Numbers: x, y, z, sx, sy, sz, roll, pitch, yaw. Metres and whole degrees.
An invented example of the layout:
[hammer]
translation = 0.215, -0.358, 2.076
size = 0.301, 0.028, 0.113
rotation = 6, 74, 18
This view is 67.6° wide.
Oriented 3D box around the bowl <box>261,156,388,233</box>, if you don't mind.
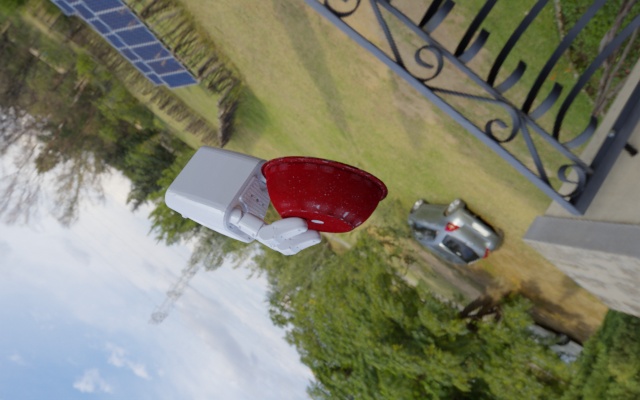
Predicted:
[bowl]
translation = 0.001, 0.002, 0.591
size = 0.162, 0.055, 0.162
rotation = 10, -17, 3
